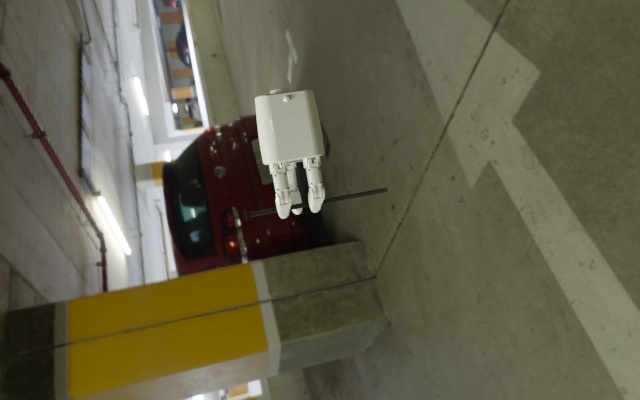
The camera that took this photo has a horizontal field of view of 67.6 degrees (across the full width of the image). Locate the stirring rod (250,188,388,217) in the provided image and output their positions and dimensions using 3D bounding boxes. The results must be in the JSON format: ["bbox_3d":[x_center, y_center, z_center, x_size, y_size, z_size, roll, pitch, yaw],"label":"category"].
[{"bbox_3d":[0.000,0.003,0.807,0.239,0.011,0.011,-10,2,-13],"label":"stirring rod"}]
